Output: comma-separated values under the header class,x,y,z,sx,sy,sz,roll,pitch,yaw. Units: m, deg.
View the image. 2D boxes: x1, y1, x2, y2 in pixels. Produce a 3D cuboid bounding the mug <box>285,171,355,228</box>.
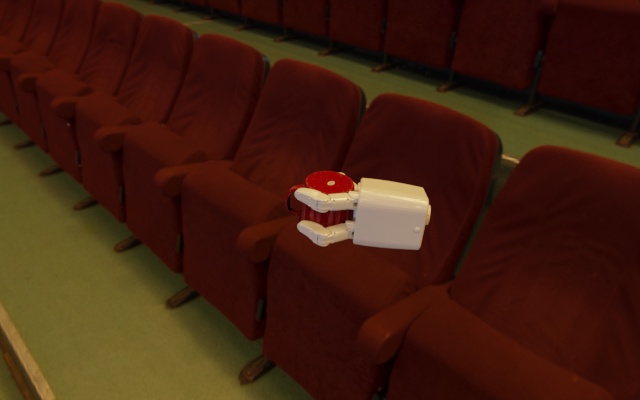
class,x,y,z,sx,sy,sz,roll,pitch,yaw
mug,-0.001,0.002,0.784,0.117,0.081,0.093,7,31,3
